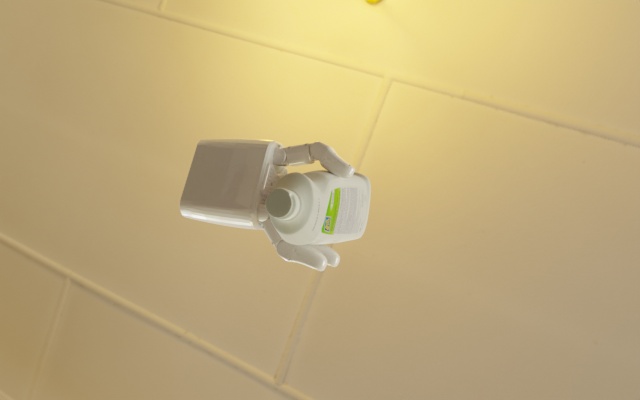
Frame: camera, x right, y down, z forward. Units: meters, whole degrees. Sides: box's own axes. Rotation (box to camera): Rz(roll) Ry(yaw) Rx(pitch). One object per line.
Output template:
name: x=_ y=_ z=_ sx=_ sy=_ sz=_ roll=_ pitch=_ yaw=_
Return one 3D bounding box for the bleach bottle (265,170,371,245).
bleach bottle: x=0.000 y=0.002 z=0.579 sx=0.068 sy=0.102 sz=0.251 roll=5 pitch=-2 yaw=19
